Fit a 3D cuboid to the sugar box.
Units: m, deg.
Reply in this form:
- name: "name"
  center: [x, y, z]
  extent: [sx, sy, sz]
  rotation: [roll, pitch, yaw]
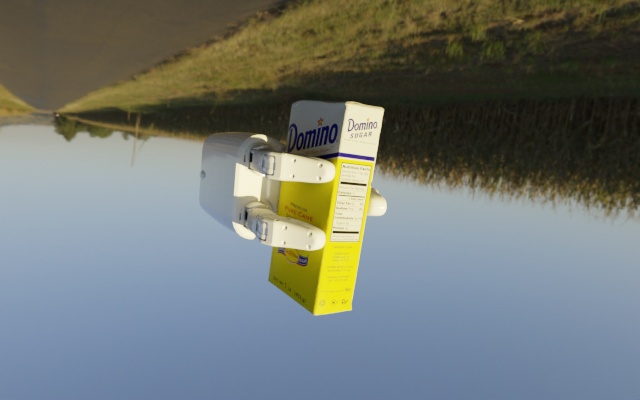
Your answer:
- name: "sugar box"
  center: [0.000, 0.001, 0.426]
  extent: [0.048, 0.176, 0.093]
  rotation: [0, 10, -33]
